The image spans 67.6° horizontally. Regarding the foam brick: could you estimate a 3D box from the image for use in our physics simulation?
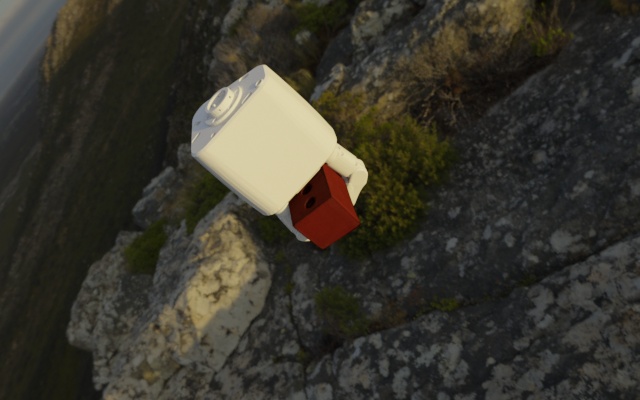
[{"bbox_3d":[0.000,0.002,0.509,0.053,0.078,0.051,-36,-52,16],"label":"foam brick"}]
